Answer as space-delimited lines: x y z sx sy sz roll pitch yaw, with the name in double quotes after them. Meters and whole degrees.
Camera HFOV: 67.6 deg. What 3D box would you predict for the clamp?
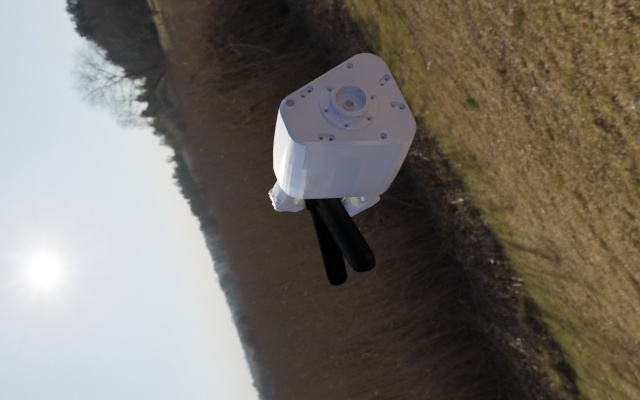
-0.001 0.001 0.554 0.036 0.210 0.165 -18 -18 -13 "clamp"
